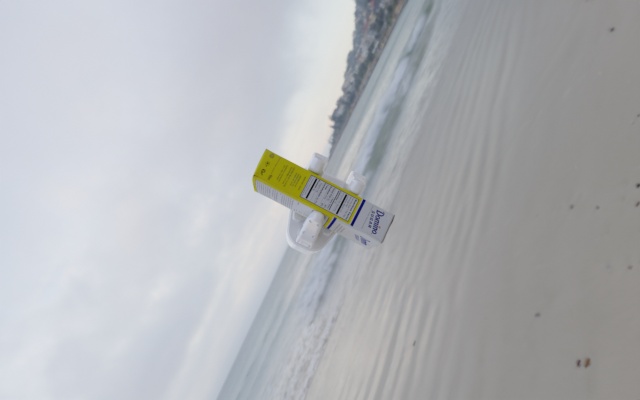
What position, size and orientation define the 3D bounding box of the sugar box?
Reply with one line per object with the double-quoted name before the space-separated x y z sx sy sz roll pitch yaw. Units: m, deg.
"sugar box" 0.000 0.001 0.609 0.176 0.048 0.093 25 -11 -1
